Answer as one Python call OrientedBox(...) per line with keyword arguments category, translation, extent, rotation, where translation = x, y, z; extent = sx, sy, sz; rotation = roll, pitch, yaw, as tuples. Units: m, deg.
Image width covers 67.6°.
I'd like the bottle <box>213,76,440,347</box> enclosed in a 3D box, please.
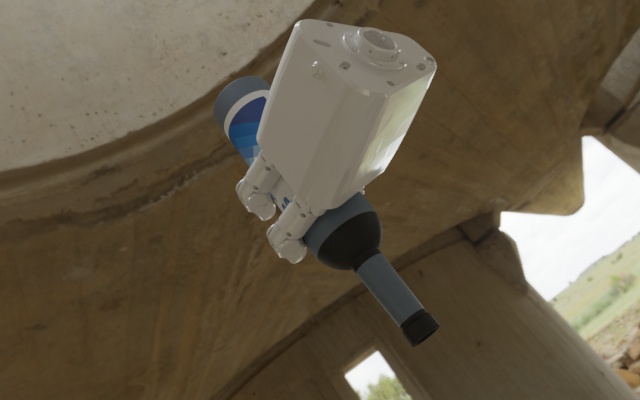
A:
OrientedBox(category="bottle", translation=(0.000, 0.001, 0.433), extent=(0.069, 0.295, 0.069), rotation=(-29, -28, -17))
